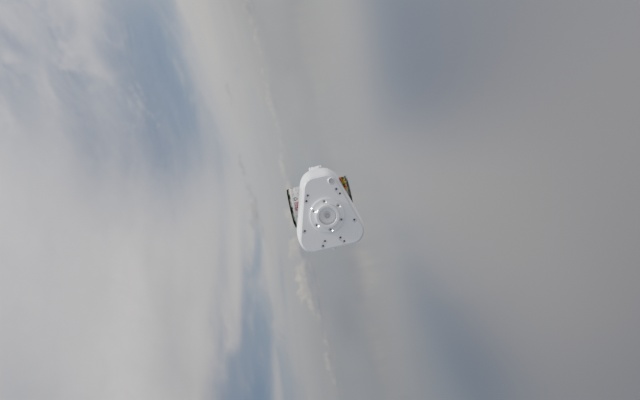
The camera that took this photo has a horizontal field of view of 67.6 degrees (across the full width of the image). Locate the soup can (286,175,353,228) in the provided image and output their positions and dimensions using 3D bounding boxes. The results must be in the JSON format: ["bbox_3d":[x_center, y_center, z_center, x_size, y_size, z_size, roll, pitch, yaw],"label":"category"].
[{"bbox_3d":[0.000,0.003,0.797,0.102,0.068,0.068,-13,0,0],"label":"soup can"}]
